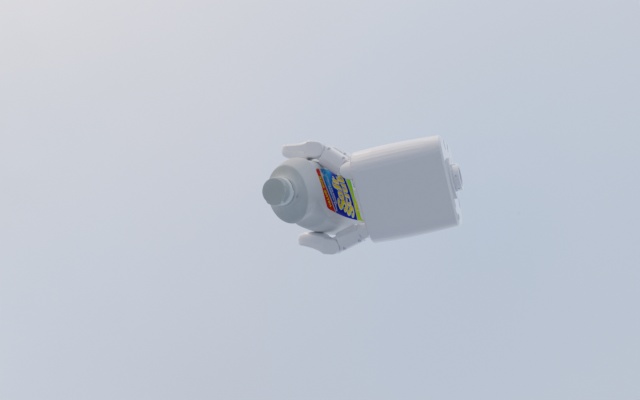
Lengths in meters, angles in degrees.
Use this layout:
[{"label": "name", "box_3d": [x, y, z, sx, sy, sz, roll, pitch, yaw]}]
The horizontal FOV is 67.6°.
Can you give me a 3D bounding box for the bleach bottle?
[{"label": "bleach bottle", "box_3d": [0.000, 0.002, 0.614, 0.068, 0.102, 0.251, -11, -6, 22]}]
